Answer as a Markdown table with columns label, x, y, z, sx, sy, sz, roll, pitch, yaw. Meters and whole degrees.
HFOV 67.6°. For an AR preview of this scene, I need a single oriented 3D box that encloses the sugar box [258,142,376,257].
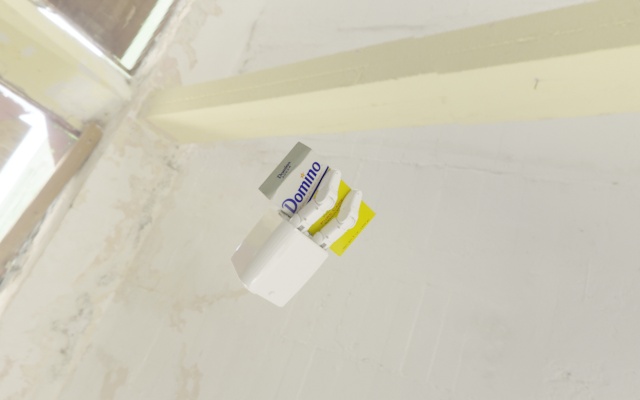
| label | x | y | z | sx | sy | sz | roll | pitch | yaw |
| --- | --- | --- | --- | --- | --- | --- | --- | --- | --- |
| sugar box | 0.000 | 0.003 | 0.715 | 0.176 | 0.093 | 0.048 | 41 | -2 | -41 |
